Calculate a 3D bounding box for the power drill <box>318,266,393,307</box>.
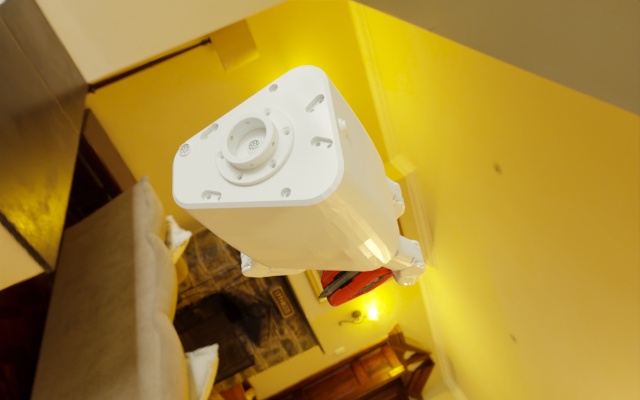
[{"bbox_3d":[0.000,0.002,0.453,0.057,0.187,0.184,-42,-17,19],"label":"power drill"}]
